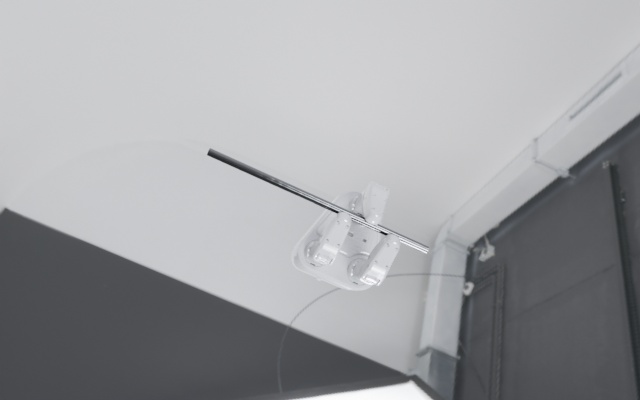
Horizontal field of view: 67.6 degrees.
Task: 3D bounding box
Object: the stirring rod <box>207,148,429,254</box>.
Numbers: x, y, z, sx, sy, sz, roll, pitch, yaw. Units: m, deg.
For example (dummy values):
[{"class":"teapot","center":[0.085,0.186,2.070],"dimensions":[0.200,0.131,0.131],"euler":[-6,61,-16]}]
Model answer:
[{"class":"stirring rod","center":[0.000,0.002,0.477],"dimensions":[0.239,0.011,0.011],"euler":[24,-3,-6]}]
